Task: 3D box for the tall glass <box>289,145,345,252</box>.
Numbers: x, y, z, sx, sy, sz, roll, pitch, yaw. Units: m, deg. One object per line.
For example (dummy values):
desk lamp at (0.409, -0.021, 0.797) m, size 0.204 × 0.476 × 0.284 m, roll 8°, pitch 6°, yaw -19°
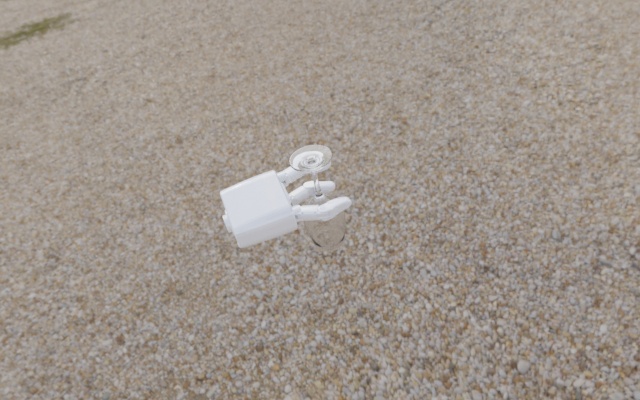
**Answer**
tall glass at (0.000, 0.002, 0.862) m, size 0.079 × 0.201 × 0.079 m, roll -8°, pitch 40°, yaw 7°
